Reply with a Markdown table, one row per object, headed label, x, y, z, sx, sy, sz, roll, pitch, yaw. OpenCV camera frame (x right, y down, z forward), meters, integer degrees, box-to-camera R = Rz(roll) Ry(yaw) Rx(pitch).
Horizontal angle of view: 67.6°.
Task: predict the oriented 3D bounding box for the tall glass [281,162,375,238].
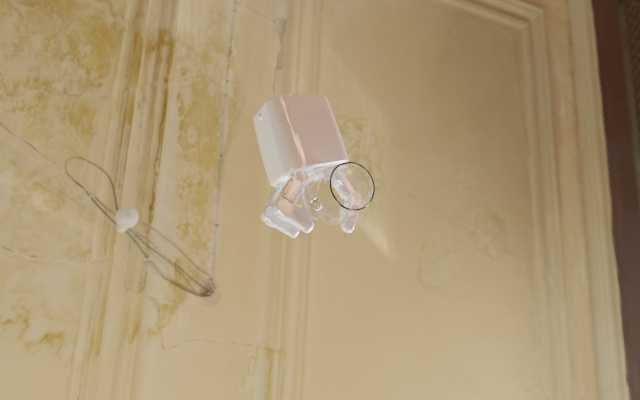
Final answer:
| label | x | y | z | sx | sy | sz | roll | pitch | yaw |
| --- | --- | --- | --- | --- | --- | --- | --- | --- | --- |
| tall glass | 0.000 | 0.002 | 0.671 | 0.079 | 0.079 | 0.201 | 0 | -11 | -24 |
